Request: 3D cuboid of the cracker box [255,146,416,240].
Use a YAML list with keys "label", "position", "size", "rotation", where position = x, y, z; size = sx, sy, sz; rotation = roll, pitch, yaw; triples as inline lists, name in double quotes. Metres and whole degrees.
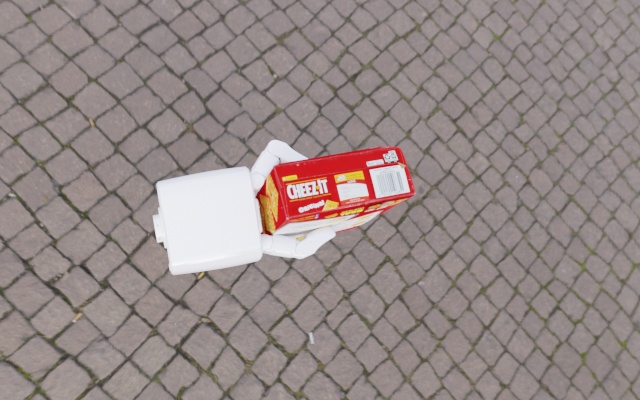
- label: "cracker box"
  position: [0.000, 0.002, 0.635]
  size: [0.164, 0.072, 0.214]
  rotation: [-11, -10, -19]
